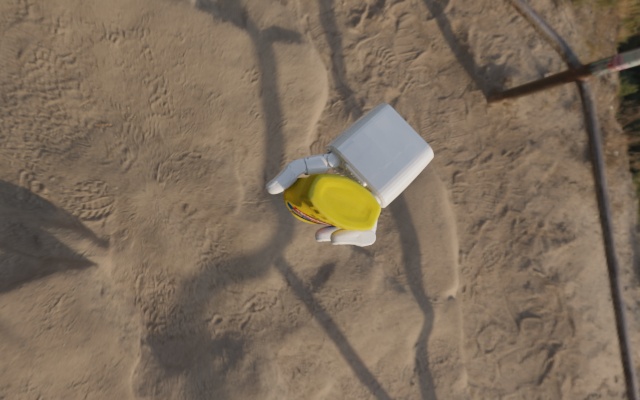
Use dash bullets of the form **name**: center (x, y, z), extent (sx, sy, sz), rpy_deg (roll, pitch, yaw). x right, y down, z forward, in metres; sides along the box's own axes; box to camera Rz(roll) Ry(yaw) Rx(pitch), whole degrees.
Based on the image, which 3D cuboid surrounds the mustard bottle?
- **mustard bottle**: center (0.000, 0.002, 0.649), extent (0.096, 0.058, 0.191), rpy_deg (25, -8, -17)
